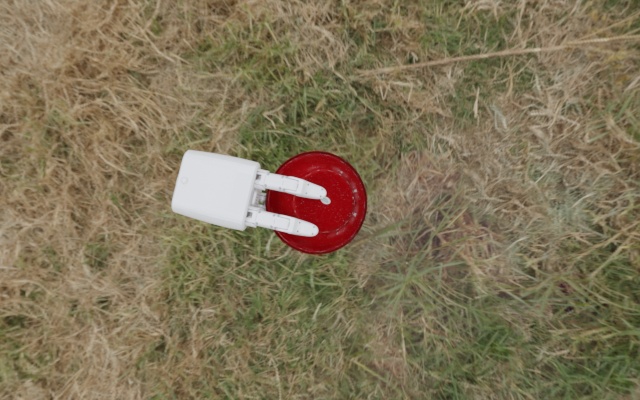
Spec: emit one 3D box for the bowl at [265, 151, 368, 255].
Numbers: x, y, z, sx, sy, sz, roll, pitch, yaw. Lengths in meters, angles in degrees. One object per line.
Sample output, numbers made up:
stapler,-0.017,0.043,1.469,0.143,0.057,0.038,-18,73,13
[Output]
bowl,0.002,0.002,0.716,0.162,0.162,0.055,0,-2,-12
